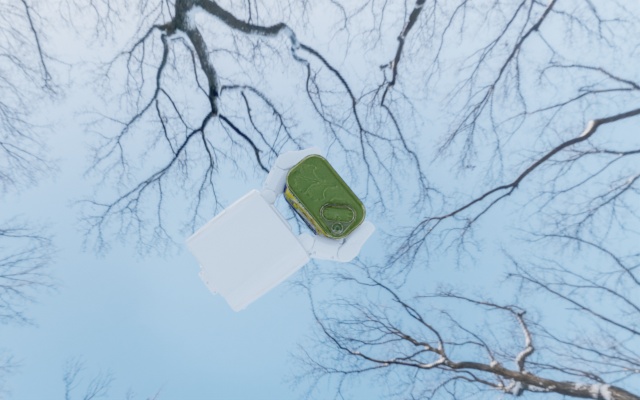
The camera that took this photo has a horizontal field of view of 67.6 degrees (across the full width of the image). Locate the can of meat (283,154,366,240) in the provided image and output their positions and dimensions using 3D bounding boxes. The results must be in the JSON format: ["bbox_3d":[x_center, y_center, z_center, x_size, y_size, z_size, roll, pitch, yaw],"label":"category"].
[{"bbox_3d":[0.000,0.002,0.588,0.057,0.102,0.084,-40,-2,-13],"label":"can of meat"}]
